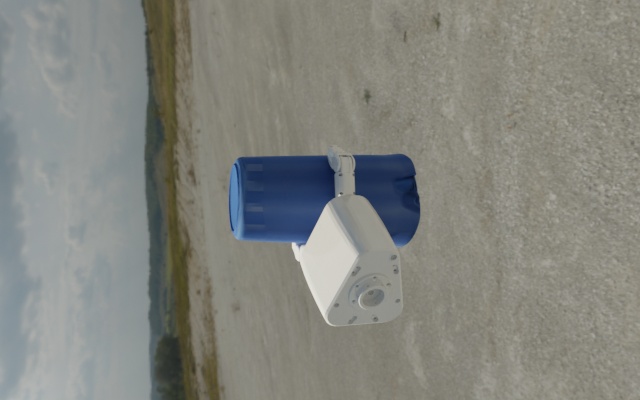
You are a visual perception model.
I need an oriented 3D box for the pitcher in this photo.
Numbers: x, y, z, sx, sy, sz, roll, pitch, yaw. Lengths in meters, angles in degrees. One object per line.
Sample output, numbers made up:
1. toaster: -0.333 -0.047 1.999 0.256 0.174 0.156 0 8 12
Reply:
1. pitcher: 0.000 0.002 0.658 0.243 0.149 0.145 1 30 -18
